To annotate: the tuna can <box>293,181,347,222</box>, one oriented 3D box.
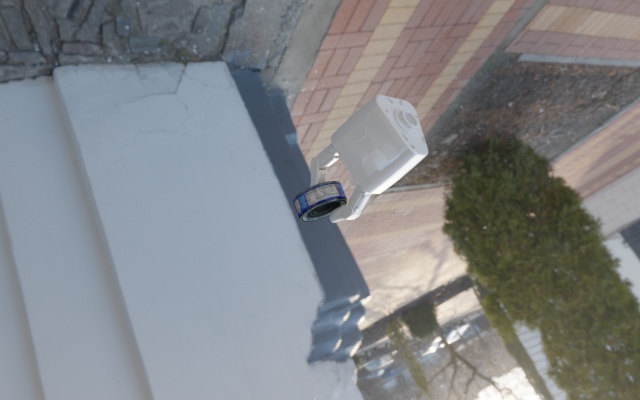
[{"bbox_3d":[0.000,0.003,0.782,0.086,0.033,0.086,-20,-17,-6],"label":"tuna can"}]
